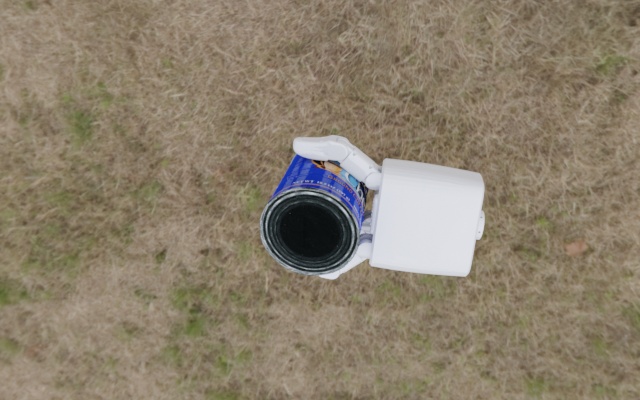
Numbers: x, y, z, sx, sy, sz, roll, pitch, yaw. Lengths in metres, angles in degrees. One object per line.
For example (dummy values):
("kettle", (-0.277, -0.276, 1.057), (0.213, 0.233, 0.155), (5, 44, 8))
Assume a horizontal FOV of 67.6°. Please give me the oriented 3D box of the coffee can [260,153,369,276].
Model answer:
("coffee can", (0.000, 0.002, 0.536), (0.103, 0.103, 0.140), (0, 27, 11))
